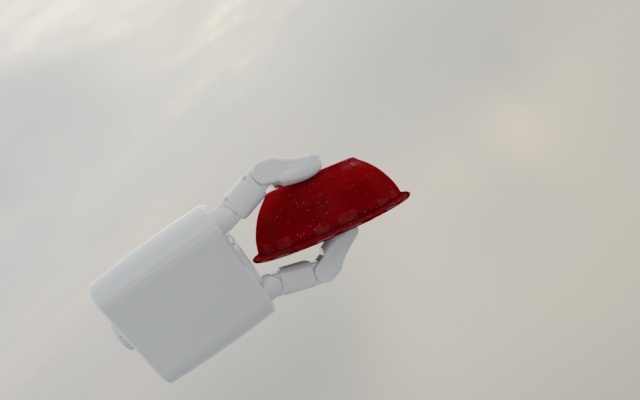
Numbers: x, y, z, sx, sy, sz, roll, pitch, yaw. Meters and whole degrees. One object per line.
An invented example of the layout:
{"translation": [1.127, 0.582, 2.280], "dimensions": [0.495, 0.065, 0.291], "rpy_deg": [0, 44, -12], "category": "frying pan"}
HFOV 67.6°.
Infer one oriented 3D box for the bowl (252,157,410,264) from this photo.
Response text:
{"translation": [0.001, 0.001, 0.454], "dimensions": [0.162, 0.055, 0.162], "rpy_deg": [-23, 2, 1], "category": "bowl"}
